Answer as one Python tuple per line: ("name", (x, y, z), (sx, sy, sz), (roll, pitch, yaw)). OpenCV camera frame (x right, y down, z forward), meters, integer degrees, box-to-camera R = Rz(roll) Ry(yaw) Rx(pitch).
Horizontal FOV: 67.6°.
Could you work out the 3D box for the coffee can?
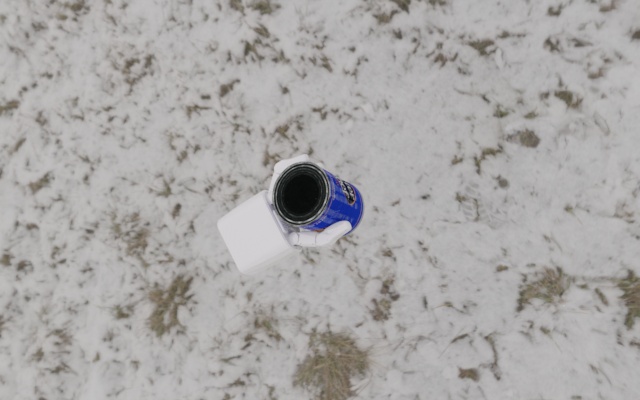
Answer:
("coffee can", (0.000, 0.003, 0.788), (0.103, 0.103, 0.140), (0, -11, 27))
